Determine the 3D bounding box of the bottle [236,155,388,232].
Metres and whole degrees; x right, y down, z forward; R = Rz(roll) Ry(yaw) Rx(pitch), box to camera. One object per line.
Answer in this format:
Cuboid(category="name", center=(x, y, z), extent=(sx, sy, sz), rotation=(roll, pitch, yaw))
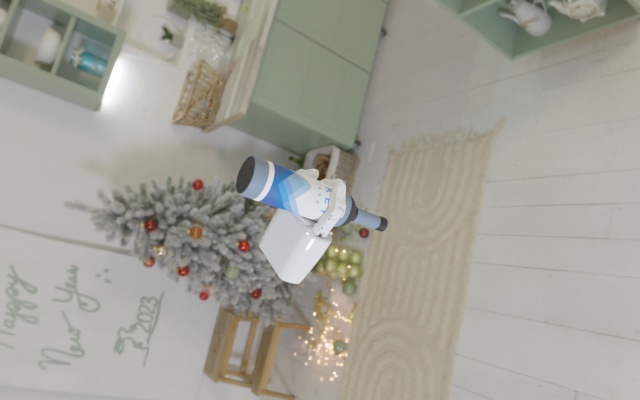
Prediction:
Cuboid(category="bottle", center=(0.000, 0.003, 0.829), extent=(0.296, 0.069, 0.069), rotation=(20, -11, -31))
